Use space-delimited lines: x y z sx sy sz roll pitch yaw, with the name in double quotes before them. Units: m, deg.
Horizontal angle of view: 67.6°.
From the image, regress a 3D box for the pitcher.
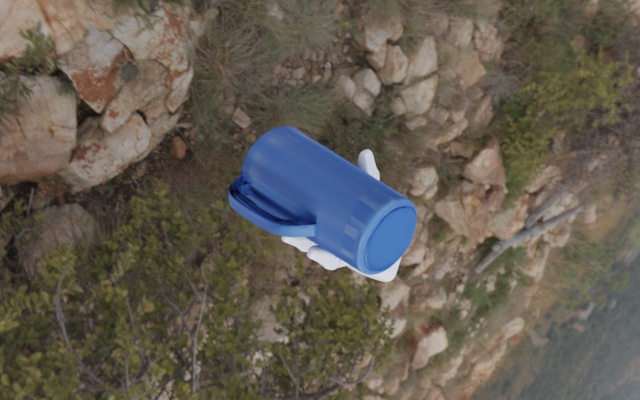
"pitcher" 0.000 0.002 0.652 0.242 0.149 0.145 33 -2 40
